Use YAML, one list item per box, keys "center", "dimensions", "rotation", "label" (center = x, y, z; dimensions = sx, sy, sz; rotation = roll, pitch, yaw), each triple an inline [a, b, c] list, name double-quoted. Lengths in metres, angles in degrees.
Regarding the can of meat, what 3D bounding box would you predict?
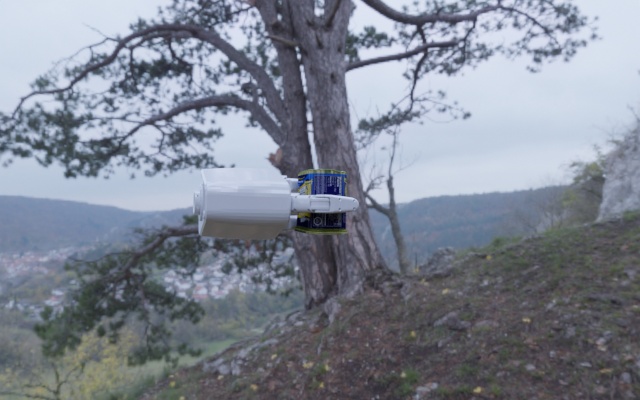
- center: [0.000, 0.002, 0.653]
  dimensions: [0.057, 0.084, 0.102]
  rotation: [1, 0, -16]
  label: "can of meat"
